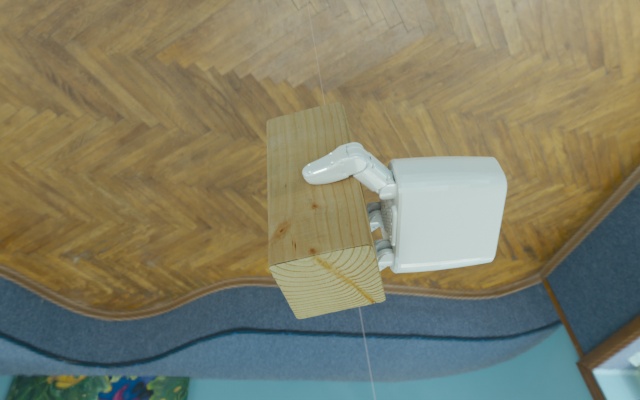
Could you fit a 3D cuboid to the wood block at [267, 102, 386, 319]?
[{"bbox_3d":[0.000,0.001,0.492,0.090,0.206,0.091,-13,-45,6],"label":"wood block"}]
